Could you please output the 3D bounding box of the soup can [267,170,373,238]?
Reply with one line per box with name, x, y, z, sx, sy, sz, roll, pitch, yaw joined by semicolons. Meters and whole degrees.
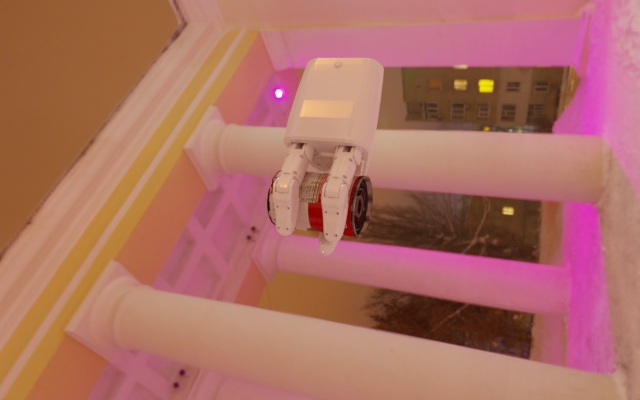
soup can;0.000;0.002;0.533;0.102;0.068;0.068;6;2;21
